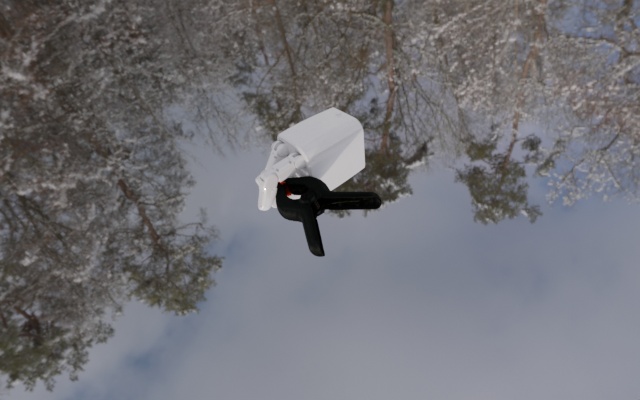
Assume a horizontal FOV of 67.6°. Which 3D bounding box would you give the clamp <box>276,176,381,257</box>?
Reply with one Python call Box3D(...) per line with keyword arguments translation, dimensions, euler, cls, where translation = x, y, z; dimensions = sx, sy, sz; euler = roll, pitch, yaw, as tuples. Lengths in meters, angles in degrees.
Box3D(translation=(0.000, 0.003, 0.671), dimensions=(0.120, 0.039, 0.171), euler=(-29, 41, -18), cls="clamp")
